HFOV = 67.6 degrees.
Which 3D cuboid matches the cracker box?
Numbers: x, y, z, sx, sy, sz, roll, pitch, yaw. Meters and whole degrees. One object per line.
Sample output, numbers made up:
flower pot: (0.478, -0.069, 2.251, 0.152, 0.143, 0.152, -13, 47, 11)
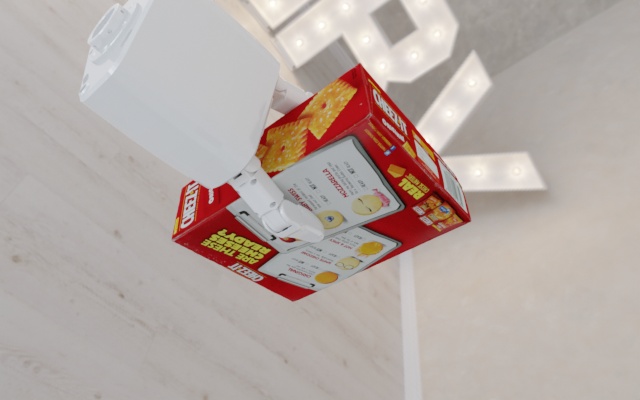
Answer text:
cracker box: (0.000, 0.001, 0.437, 0.214, 0.072, 0.164, -29, -46, 27)
